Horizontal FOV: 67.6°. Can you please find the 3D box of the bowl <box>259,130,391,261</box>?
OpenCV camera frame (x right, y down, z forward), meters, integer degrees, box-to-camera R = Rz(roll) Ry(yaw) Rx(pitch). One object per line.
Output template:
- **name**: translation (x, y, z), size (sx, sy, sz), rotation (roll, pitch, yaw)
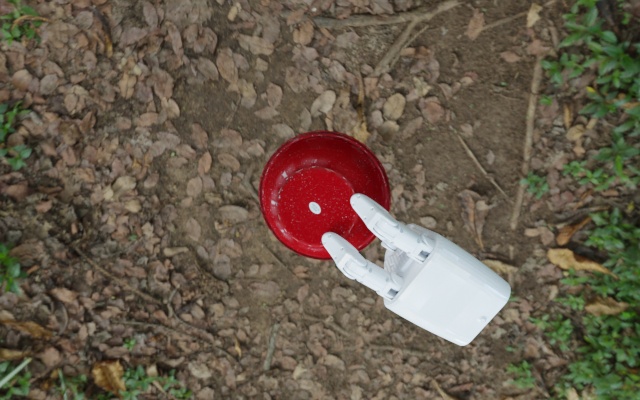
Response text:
- **bowl**: translation (-0.001, 0.001, 0.554), size (0.162, 0.162, 0.055), rotation (0, 13, 9)
